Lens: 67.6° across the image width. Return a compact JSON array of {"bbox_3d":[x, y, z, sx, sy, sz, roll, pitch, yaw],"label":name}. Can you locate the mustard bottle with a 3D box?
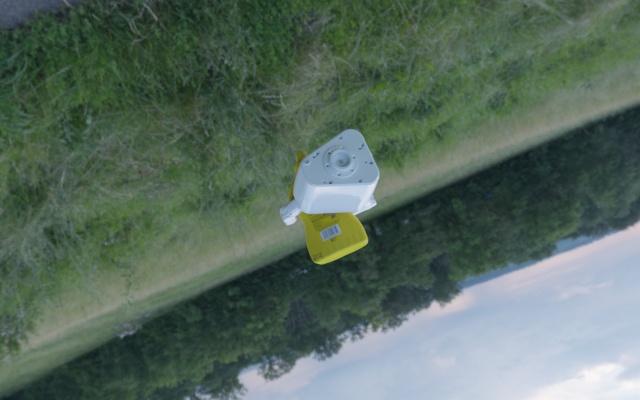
[{"bbox_3d":[0.000,0.003,0.800,0.096,0.191,0.058,-26,-17,10],"label":"mustard bottle"}]
